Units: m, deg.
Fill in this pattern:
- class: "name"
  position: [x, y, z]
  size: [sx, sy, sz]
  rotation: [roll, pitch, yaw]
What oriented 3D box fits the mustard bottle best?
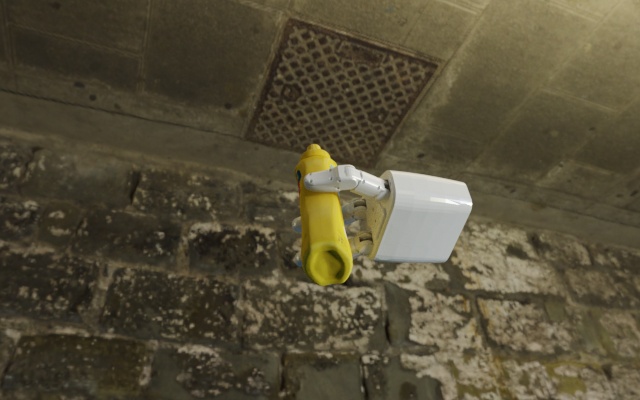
- class: "mustard bottle"
  position: [0.000, 0.002, 0.598]
  size: [0.058, 0.191, 0.096]
  rotation: [-9, -39, 4]
